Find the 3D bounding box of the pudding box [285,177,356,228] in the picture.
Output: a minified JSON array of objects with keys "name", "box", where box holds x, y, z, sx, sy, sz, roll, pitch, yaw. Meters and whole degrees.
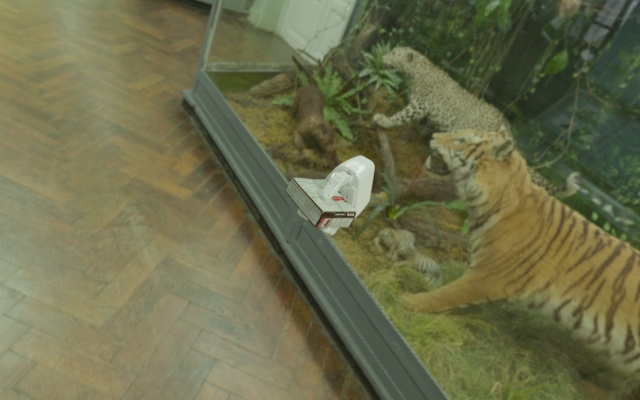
[{"name":"pudding box","box":[0.000,0.003,0.890,0.090,0.039,0.113,1,35,-42]}]
